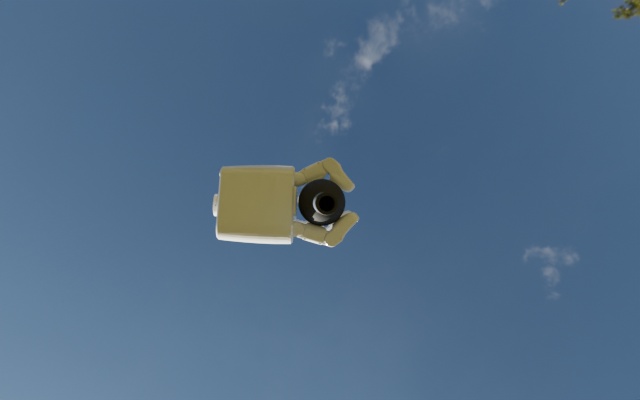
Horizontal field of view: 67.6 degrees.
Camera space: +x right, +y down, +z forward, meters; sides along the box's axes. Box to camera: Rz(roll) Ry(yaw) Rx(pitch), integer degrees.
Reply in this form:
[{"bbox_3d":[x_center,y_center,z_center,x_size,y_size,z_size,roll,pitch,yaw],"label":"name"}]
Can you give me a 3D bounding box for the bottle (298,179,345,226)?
[{"bbox_3d":[0.000,0.002,0.705,0.069,0.069,0.295,0,1,-3],"label":"bottle"}]
